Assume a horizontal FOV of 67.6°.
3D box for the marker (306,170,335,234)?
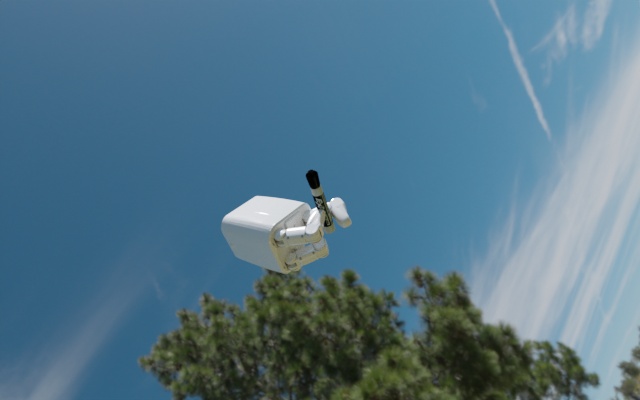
[{"bbox_3d":[0.000,0.002,0.737,0.020,0.121,0.020,-11,39,9],"label":"marker"}]
